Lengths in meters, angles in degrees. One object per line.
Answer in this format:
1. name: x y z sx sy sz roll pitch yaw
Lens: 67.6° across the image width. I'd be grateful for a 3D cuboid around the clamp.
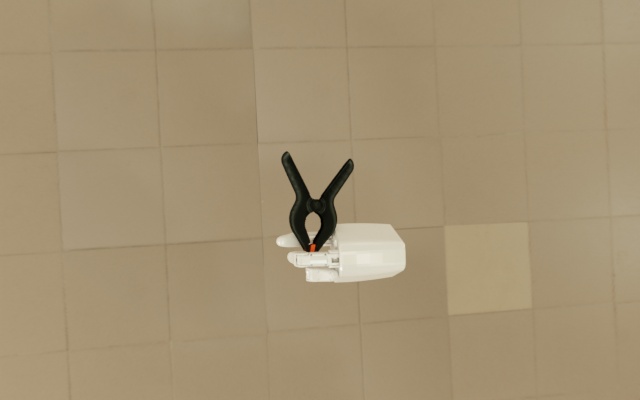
1. clamp: 0.000 0.003 0.780 0.120 0.171 0.039 -3 0 -6
